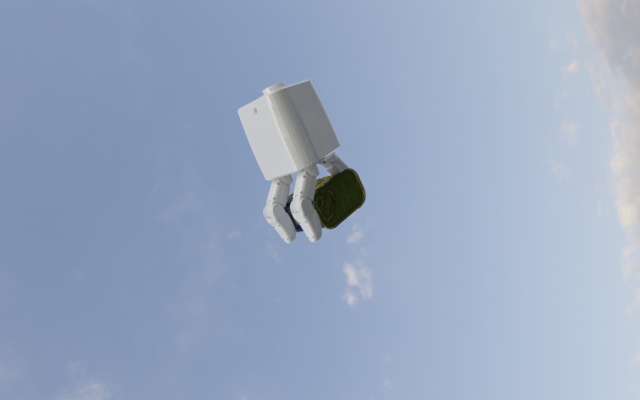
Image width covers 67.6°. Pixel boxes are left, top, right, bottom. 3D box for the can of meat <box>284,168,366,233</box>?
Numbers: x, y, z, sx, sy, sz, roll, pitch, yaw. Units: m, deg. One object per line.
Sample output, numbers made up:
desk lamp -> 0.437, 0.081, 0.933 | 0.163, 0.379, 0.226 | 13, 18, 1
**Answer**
can of meat -> 0.000, 0.002, 0.678 | 0.084, 0.057, 0.102 | -12, 19, 46
